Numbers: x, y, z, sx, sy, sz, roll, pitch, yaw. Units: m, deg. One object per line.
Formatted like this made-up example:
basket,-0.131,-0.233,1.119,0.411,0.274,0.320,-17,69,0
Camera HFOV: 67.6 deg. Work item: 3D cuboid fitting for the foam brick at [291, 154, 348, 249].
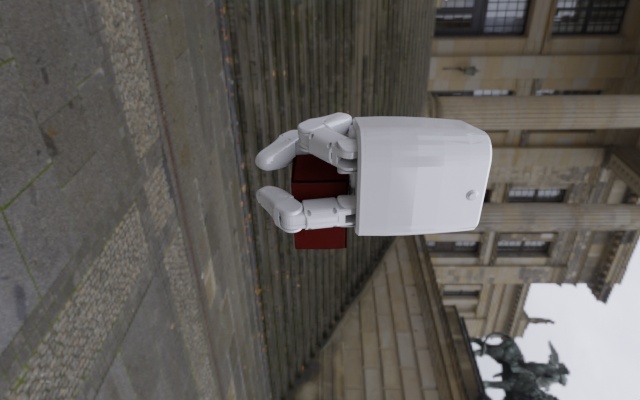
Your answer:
foam brick,0.000,0.002,0.454,0.051,0.078,0.053,-1,34,0
